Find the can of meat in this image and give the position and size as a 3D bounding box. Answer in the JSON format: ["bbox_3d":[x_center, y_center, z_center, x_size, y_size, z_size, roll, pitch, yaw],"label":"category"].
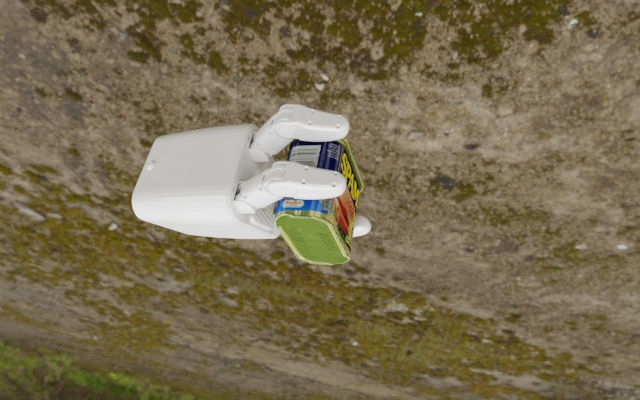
[{"bbox_3d":[0.000,0.002,0.432,0.057,0.084,0.102,0,-31,18],"label":"can of meat"}]
